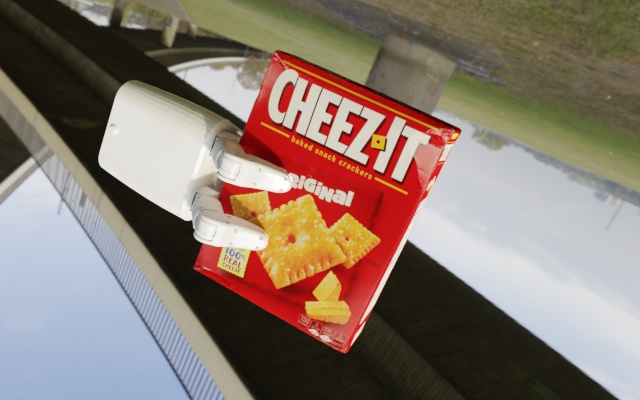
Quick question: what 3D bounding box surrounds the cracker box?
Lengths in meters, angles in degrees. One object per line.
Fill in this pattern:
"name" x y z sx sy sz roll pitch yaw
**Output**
"cracker box" 0.000 0.002 0.424 0.164 0.214 0.072 27 16 13
